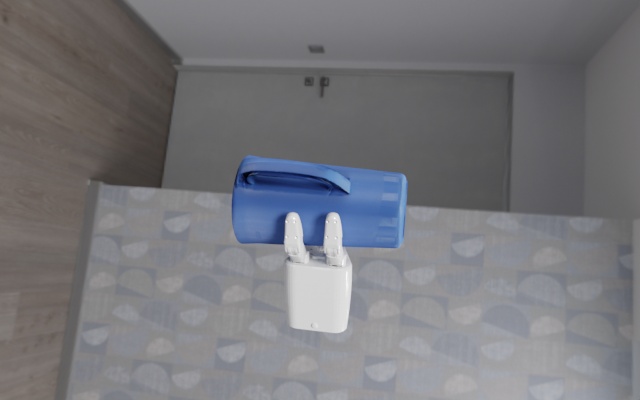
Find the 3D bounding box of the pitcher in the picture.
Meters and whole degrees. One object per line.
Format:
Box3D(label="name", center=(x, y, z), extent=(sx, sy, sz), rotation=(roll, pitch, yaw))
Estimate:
Box3D(label="pitcher", center=(0.000, 0.002, 0.689), extent=(0.243, 0.145, 0.149), rotation=(4, 16, 9))
